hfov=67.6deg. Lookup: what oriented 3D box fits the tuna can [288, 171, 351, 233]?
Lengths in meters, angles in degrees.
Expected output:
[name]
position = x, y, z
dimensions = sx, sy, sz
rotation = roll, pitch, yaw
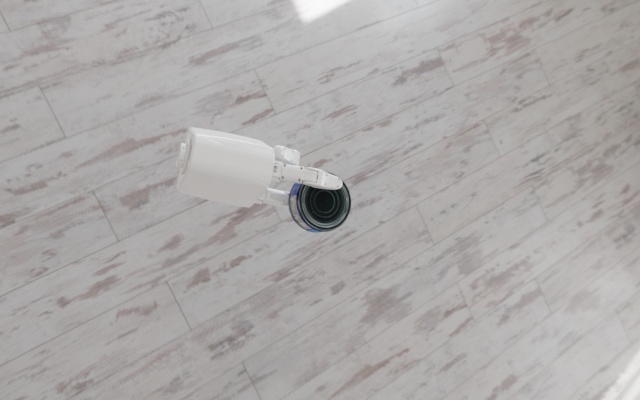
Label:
[tuna can]
position = 0.000, 0.002, 0.674
dimensions = 0.086, 0.086, 0.034
rotation = 0, -4, -26
